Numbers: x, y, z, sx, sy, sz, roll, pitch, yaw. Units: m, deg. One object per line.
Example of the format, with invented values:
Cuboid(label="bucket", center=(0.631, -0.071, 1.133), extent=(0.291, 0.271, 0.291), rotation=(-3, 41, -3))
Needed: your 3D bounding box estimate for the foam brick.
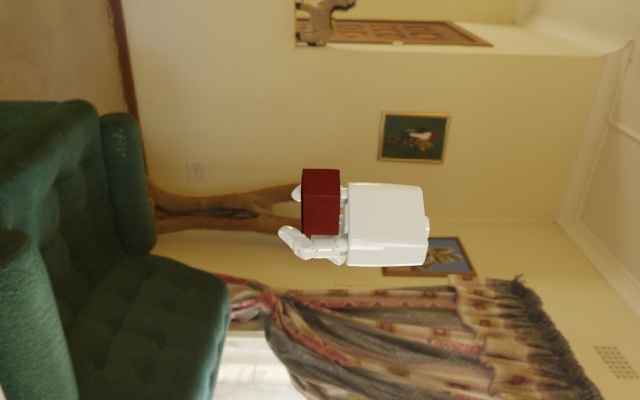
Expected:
Cuboid(label="foam brick", center=(0.000, 0.002, 0.640), extent=(0.051, 0.078, 0.053), rotation=(1, 44, 0))
